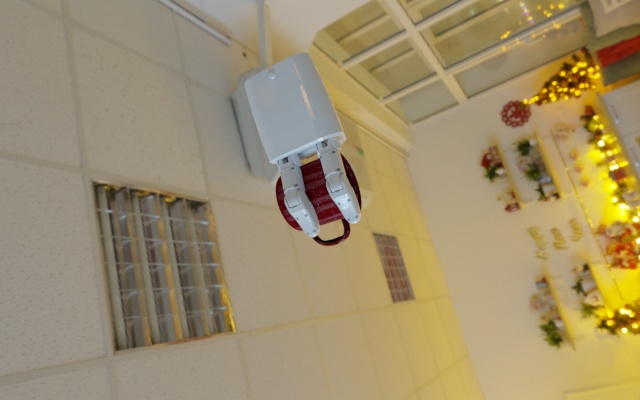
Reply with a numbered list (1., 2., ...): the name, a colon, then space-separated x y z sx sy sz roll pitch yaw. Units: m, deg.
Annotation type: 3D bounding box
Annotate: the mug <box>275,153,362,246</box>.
1. mug: 0.000 0.003 0.616 0.081 0.117 0.093 -20 -2 25
